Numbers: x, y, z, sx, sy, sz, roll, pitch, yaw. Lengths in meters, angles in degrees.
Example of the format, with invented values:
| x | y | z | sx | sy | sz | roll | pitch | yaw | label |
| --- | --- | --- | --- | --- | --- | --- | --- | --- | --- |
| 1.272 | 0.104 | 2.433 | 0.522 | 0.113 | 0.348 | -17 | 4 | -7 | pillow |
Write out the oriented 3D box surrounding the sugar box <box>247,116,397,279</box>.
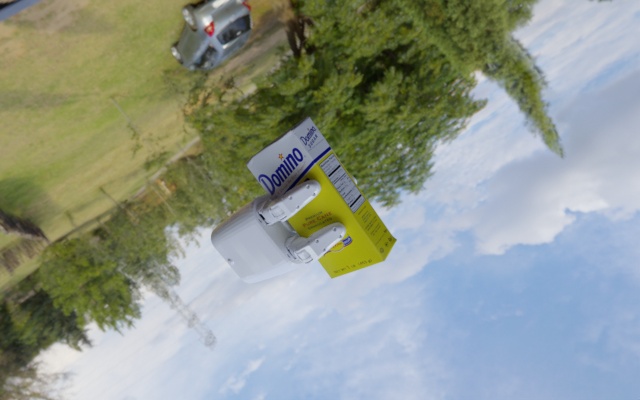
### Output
| x | y | z | sx | sy | sz | roll | pitch | yaw | label |
| --- | --- | --- | --- | --- | --- | --- | --- | --- | --- |
| 0.000 | 0.002 | 0.548 | 0.093 | 0.176 | 0.048 | -28 | 14 | 43 | sugar box |
